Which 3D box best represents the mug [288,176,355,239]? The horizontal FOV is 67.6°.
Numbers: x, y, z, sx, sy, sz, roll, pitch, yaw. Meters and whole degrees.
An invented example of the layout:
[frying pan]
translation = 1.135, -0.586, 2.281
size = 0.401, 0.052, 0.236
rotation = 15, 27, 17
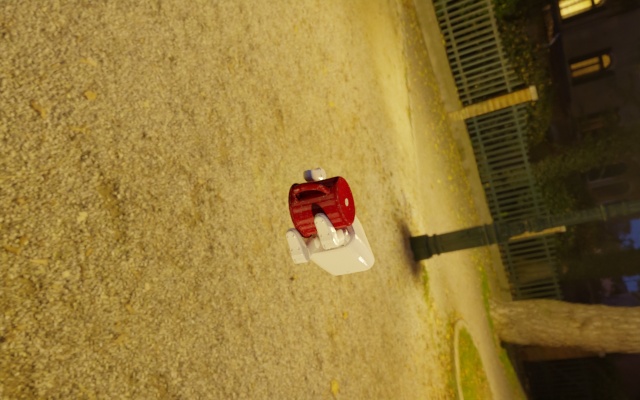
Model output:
[mug]
translation = 0.000, 0.002, 0.754
size = 0.081, 0.093, 0.117
rotation = -13, -34, 22
